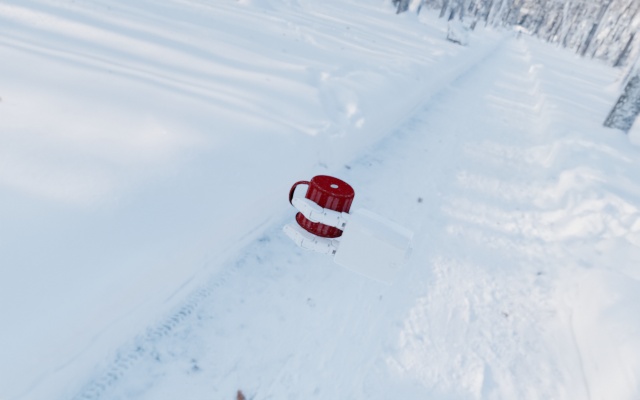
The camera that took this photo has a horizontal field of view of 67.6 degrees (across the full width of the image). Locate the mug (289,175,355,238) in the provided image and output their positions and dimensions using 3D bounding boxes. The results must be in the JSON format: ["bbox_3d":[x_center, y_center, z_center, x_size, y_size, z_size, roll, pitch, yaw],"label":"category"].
[{"bbox_3d":[-0.001,0.002,0.839,0.117,0.081,0.093,24,25,10],"label":"mug"}]
